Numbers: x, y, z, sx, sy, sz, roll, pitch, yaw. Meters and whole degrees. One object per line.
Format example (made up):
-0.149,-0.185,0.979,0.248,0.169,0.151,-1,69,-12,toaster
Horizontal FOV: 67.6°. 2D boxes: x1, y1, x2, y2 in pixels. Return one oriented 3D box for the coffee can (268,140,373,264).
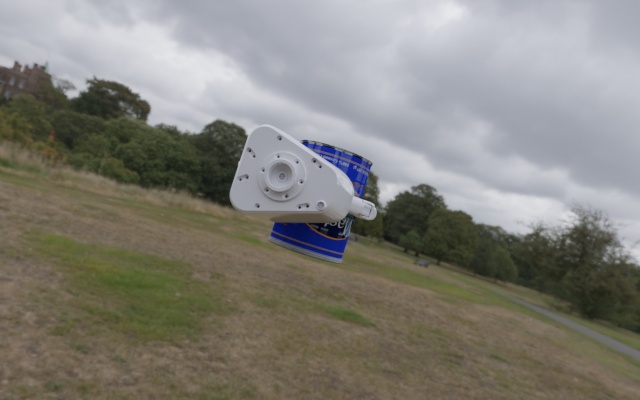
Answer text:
0.000,0.002,0.640,0.103,0.140,0.103,18,-2,1,coffee can
